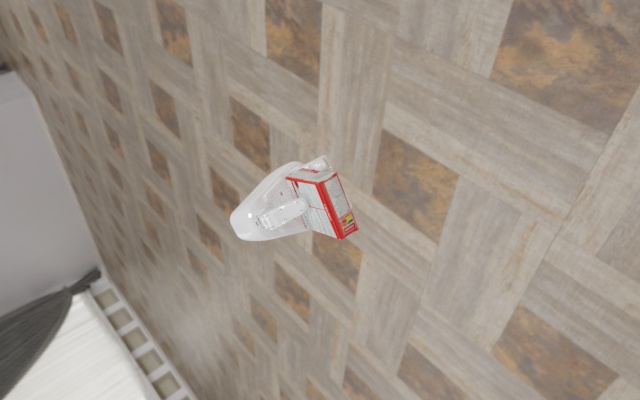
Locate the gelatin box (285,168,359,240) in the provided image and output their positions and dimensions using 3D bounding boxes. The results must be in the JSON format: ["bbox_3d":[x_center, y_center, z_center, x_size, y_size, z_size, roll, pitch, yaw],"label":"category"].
[{"bbox_3d":[0.000,0.002,0.561,0.030,0.073,0.089,-30,19,-22],"label":"gelatin box"}]
